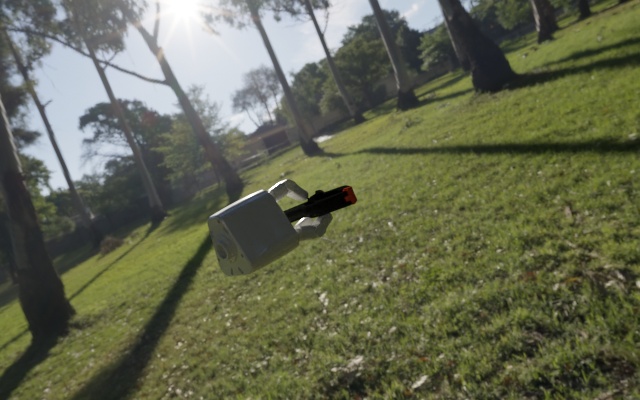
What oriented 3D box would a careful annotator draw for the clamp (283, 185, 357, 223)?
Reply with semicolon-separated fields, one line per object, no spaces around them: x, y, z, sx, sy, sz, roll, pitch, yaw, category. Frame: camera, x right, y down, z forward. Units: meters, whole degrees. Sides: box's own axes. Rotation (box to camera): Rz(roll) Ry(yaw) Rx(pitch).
0.000;0.002;0.875;0.210;0.036;0.164;-17;11;48;clamp
